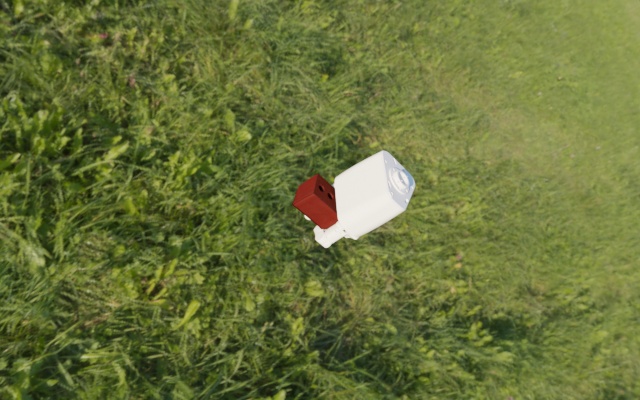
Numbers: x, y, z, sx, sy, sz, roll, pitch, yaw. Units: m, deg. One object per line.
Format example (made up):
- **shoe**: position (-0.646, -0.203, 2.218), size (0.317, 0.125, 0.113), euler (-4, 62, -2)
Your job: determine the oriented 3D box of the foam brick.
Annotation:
- **foam brick**: position (0.000, 0.003, 0.826), size (0.051, 0.053, 0.078), euler (-31, -60, 35)
